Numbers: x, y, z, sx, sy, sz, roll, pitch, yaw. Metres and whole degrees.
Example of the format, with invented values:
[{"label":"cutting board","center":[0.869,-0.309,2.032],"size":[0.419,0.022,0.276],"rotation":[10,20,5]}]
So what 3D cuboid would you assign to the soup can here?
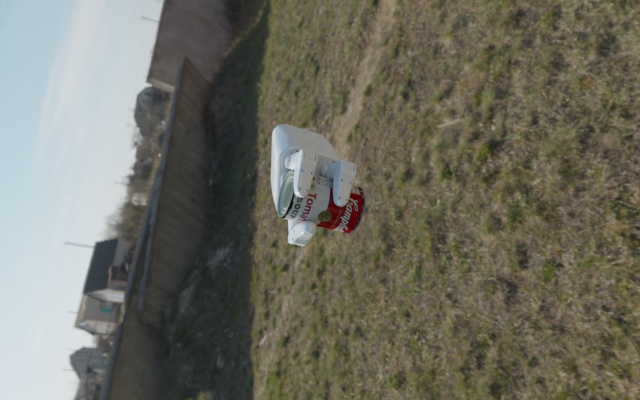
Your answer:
[{"label":"soup can","center":[0.000,0.002,0.648],"size":[0.102,0.068,0.068],"rotation":[14,-5,-20]}]
